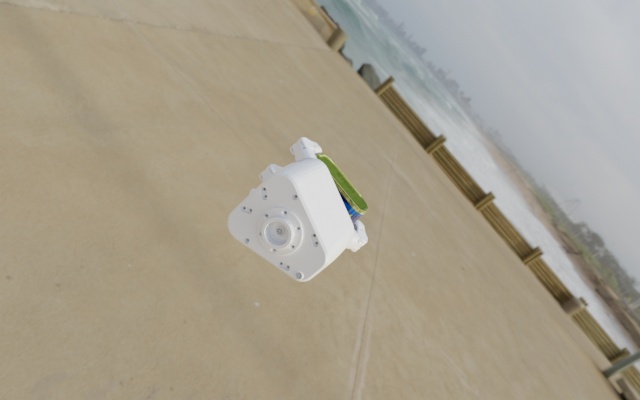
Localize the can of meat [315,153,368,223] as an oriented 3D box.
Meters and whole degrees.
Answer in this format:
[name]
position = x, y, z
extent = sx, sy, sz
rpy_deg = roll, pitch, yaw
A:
[can of meat]
position = 0.000, 0.002, 0.618
extent = 0.084, 0.102, 0.057
rpy_deg = -41, -5, 20
